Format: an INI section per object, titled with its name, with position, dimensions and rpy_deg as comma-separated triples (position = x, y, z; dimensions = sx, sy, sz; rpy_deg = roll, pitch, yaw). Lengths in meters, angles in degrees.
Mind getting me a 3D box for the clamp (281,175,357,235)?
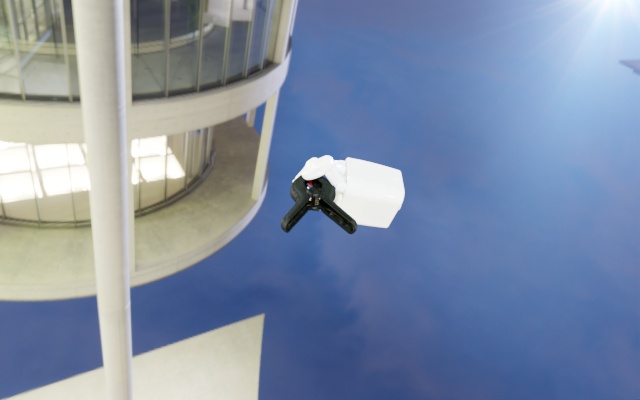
[clamp]
position = 0.000, 0.003, 0.803
dimensions = 0.120, 0.039, 0.171
rpy_deg = 12, 36, -6
